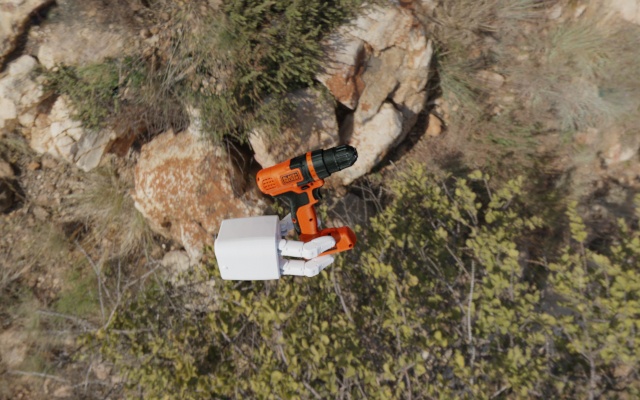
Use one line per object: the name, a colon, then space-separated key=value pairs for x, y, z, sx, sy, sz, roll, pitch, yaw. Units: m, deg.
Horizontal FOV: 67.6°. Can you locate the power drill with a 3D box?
power drill: x=0.000 y=0.003 z=0.850 sx=0.184 sy=0.188 sz=0.057 roll=-16 pitch=19 yaw=16
